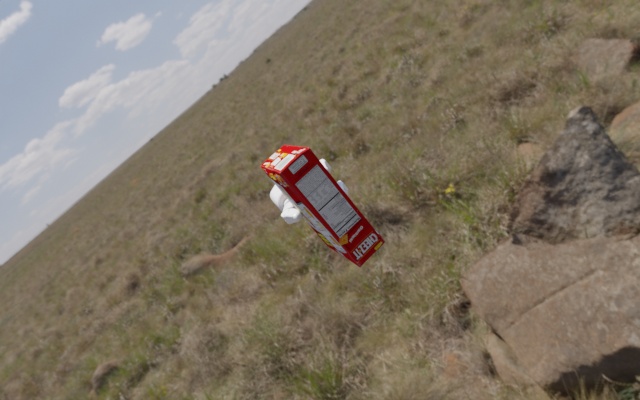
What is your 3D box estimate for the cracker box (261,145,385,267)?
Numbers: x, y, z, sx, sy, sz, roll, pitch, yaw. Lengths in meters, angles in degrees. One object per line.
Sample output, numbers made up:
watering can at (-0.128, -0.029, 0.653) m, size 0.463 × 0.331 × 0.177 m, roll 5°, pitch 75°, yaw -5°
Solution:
cracker box at (0.000, 0.003, 0.840) m, size 0.072 × 0.214 × 0.164 m, roll -43°, pitch 17°, yaw -8°
